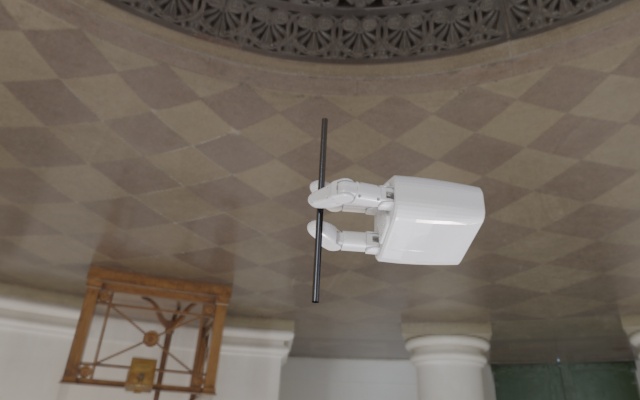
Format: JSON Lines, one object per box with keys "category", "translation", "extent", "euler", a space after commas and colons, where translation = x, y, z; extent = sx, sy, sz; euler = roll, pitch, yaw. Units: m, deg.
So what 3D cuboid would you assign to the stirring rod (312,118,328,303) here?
{"category": "stirring rod", "translation": [0.000, 0.002, 0.565], "extent": [0.011, 0.239, 0.011], "euler": [2, -27, 1]}
